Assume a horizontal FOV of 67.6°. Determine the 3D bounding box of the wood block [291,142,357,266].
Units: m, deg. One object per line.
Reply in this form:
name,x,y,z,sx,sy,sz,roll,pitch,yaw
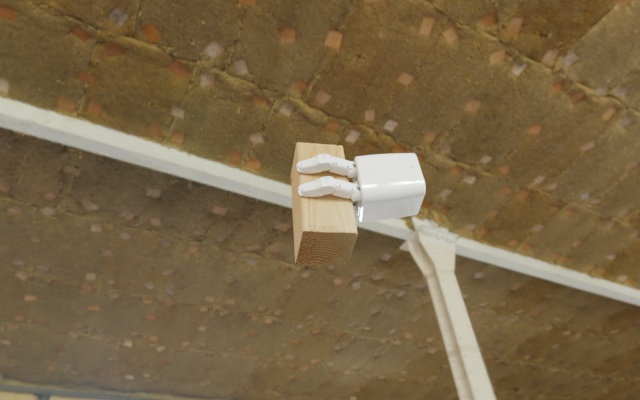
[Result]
wood block,0.000,0.003,0.830,0.090,0.206,0.091,3,-43,-9
